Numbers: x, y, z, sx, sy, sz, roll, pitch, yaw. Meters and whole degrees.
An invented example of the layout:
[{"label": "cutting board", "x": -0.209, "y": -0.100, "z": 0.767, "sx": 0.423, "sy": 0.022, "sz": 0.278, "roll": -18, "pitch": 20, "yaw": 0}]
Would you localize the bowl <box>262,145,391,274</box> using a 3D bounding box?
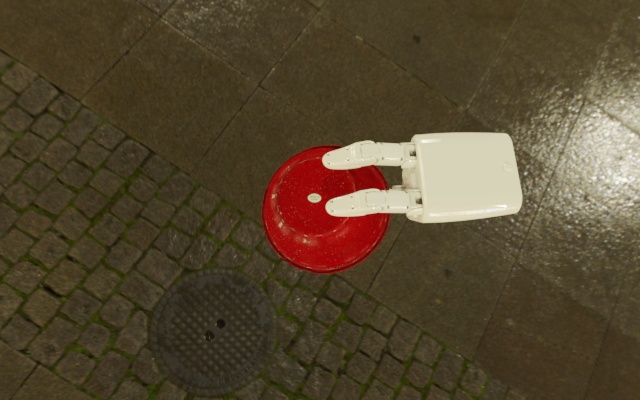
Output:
[{"label": "bowl", "x": -0.001, "y": 0.002, "z": 0.557, "sx": 0.162, "sy": 0.162, "sz": 0.055, "roll": 0, "pitch": -15, "yaw": 12}]
